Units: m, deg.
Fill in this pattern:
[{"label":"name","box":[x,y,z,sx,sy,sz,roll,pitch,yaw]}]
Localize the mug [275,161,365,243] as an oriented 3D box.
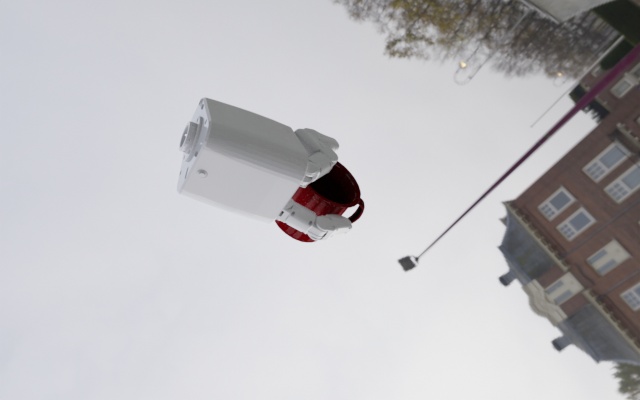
[{"label":"mug","box":[0.001,0.002,0.603,0.117,0.093,0.081,19,-51,-27]}]
